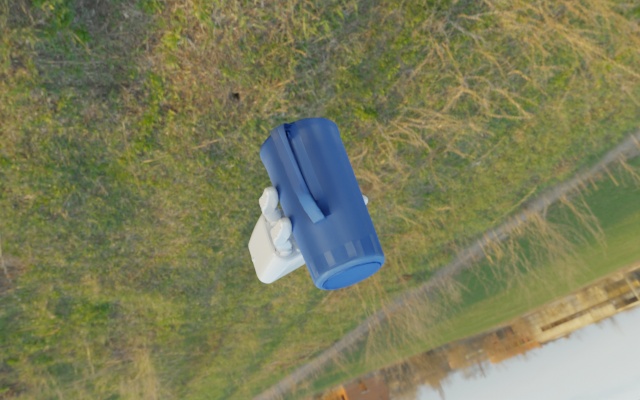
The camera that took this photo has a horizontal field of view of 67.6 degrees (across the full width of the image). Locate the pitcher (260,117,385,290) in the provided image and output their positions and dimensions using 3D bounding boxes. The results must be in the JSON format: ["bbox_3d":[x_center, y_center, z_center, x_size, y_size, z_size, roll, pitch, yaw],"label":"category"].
[{"bbox_3d":[0.000,0.002,0.715,0.149,0.242,0.145,-7,-28,-31],"label":"pitcher"}]
